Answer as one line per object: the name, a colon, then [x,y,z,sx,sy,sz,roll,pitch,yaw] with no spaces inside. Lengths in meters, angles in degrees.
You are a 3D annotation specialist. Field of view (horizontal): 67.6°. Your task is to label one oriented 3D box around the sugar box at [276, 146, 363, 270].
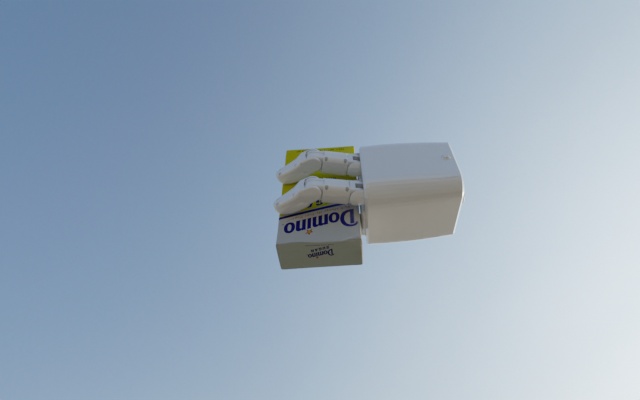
sugar box: [0.000,0.001,0.572,0.093,0.048,0.176,-4,38,3]
